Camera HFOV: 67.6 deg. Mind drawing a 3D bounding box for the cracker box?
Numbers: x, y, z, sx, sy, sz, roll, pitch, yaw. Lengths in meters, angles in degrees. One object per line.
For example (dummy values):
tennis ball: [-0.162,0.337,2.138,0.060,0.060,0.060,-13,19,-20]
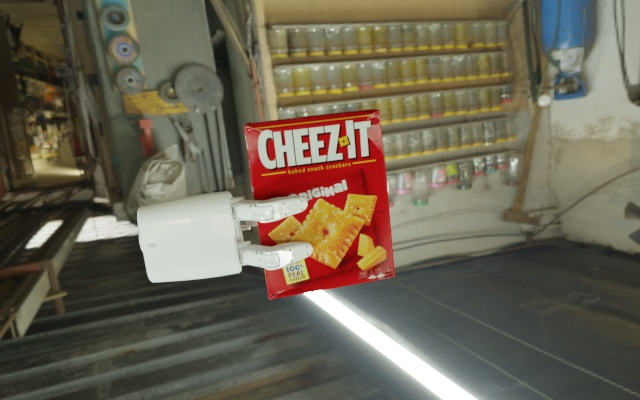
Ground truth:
cracker box: [0.000,0.002,0.596,0.164,0.214,0.072,-8,10,-7]
